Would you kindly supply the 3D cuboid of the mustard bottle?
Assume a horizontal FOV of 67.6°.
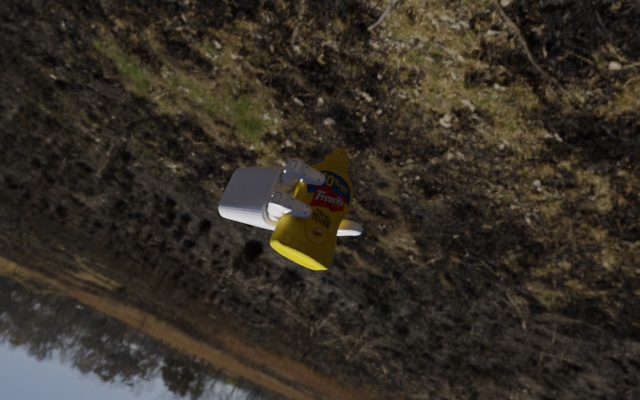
[{"bbox_3d":[0.000,0.003,0.730,0.096,0.191,0.058,31,-23,-24],"label":"mustard bottle"}]
